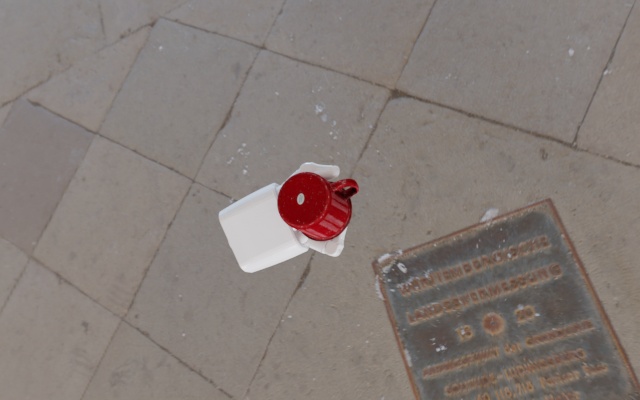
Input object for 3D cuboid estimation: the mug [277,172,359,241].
[{"bbox_3d":[0.001,0.002,0.680,0.117,0.093,0.081,-25,-20,14],"label":"mug"}]
